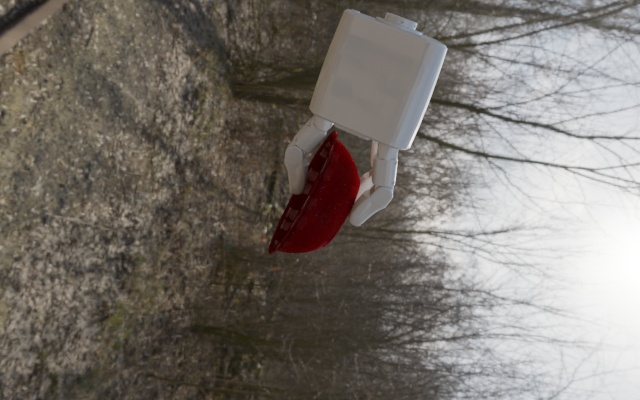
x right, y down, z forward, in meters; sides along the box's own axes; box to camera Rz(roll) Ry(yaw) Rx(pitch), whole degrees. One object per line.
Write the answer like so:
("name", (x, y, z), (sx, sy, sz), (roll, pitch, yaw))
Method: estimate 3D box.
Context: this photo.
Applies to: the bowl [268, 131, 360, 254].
("bowl", (0.000, 0.003, 0.559), (0.055, 0.162, 0.162), (29, -5, -9))
